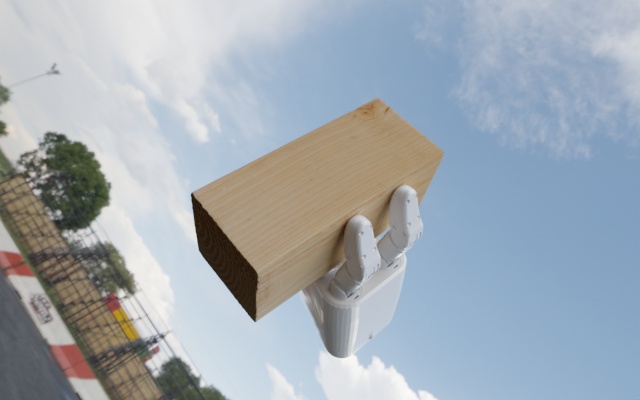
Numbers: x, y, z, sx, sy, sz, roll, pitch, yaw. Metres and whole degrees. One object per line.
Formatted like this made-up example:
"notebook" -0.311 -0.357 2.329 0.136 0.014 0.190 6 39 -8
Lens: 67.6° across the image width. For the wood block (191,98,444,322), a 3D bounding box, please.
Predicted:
"wood block" 0.000 0.001 0.430 0.206 0.090 0.090 -31 -27 -28
